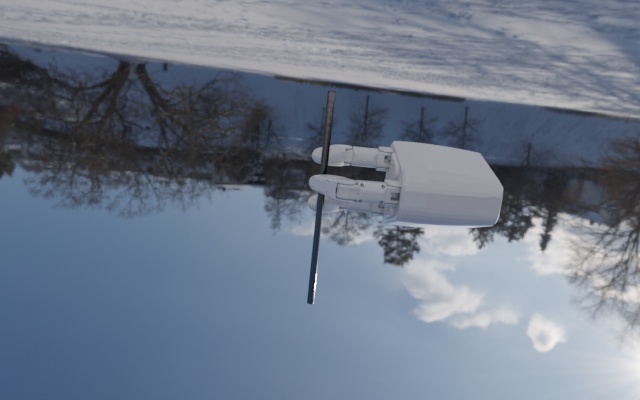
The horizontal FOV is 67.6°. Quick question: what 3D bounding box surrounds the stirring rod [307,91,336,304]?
[{"bbox_3d":[0.000,0.002,0.529,0.011,0.239,0.011,6,12,-1],"label":"stirring rod"}]
